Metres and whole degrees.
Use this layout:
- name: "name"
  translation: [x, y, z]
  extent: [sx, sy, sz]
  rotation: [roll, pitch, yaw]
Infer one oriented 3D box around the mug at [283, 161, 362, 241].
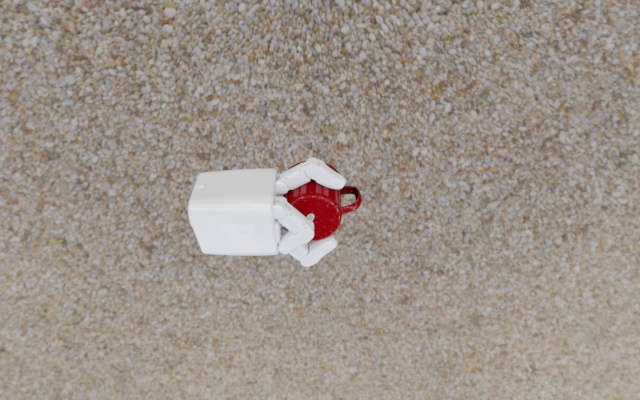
- name: "mug"
  translation: [0.002, 0.002, 0.677]
  extent: [0.117, 0.093, 0.081]
  rotation: [-2, 36, 1]
